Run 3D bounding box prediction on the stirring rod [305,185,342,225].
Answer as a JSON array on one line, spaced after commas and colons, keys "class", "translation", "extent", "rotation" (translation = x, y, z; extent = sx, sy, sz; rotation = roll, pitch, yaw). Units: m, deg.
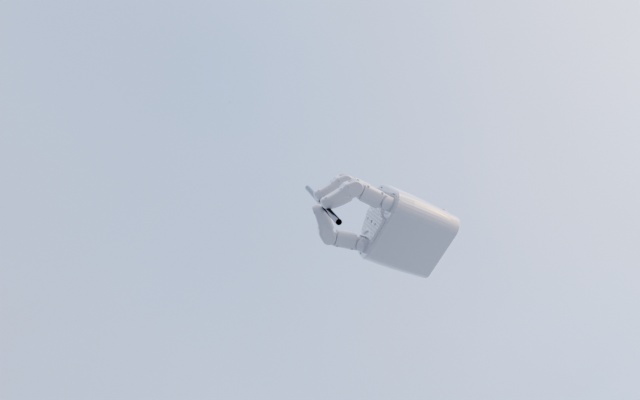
[{"class": "stirring rod", "translation": [0.000, 0.002, 0.690], "extent": [0.011, 0.011, 0.239], "rotation": [0, 11, -11]}]
